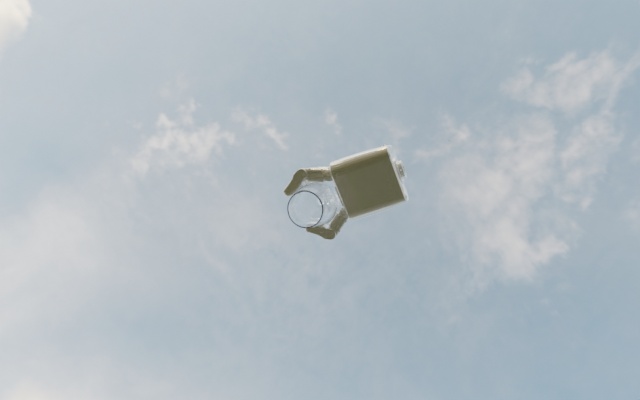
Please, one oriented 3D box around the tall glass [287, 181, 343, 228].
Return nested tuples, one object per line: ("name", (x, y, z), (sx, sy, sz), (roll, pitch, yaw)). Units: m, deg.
("tall glass", (0.000, 0.003, 0.869), (0.079, 0.079, 0.201), (0, 7, 15))
